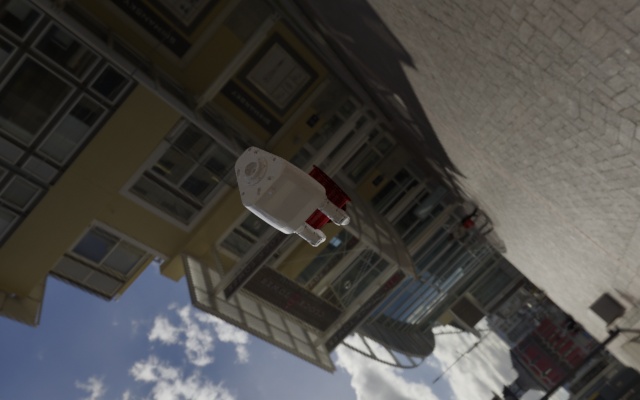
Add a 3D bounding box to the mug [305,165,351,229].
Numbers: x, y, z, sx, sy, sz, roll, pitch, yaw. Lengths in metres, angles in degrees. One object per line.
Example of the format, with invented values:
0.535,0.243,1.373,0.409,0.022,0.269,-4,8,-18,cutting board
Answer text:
0.001,0.004,0.851,0.117,0.081,0.093,37,10,-45,mug
